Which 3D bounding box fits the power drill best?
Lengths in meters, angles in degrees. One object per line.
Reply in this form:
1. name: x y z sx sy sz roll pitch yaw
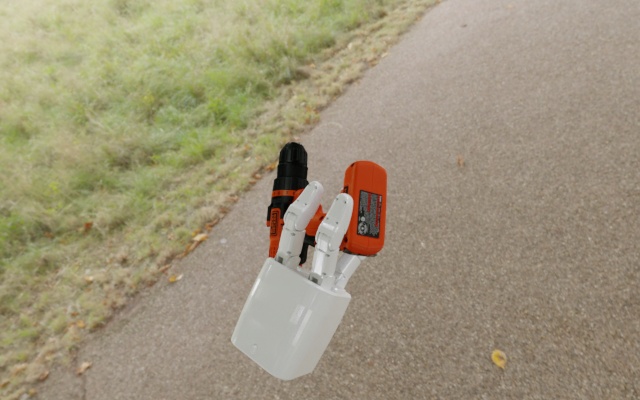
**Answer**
1. power drill: 0.000 0.002 0.601 0.057 0.184 0.187 9 -12 -36
